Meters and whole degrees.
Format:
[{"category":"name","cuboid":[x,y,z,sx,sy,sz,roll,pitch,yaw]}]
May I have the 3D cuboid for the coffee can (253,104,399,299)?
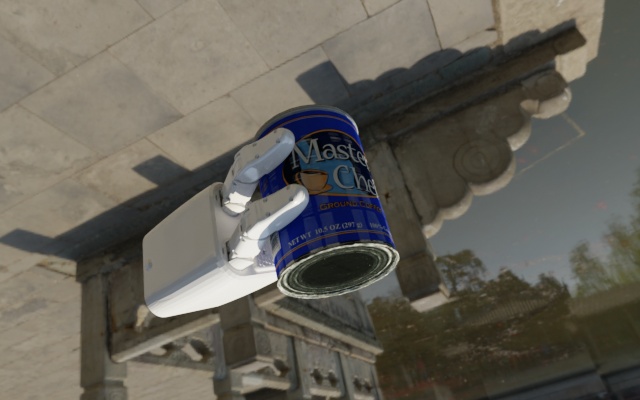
[{"category":"coffee can","cuboid":[0.000,0.001,0.424,0.103,0.140,0.103,-11,-31,-6]}]
